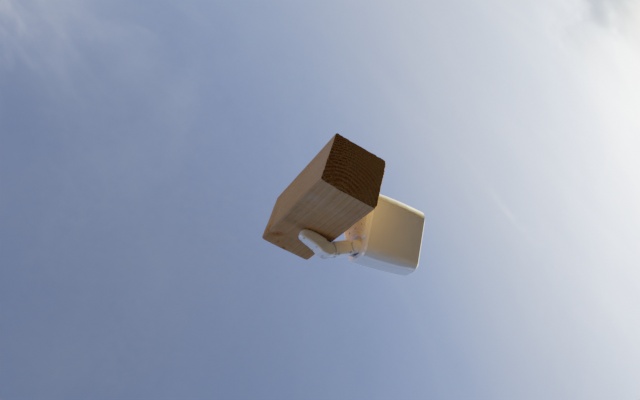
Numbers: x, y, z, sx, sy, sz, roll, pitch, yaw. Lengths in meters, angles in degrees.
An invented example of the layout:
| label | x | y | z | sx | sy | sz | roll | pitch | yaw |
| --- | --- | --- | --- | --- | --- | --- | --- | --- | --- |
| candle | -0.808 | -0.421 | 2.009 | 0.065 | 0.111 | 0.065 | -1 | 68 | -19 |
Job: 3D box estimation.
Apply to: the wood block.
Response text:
| label | x | y | z | sx | sy | sz | roll | pitch | yaw |
| --- | --- | --- | --- | --- | --- | --- | --- | --- | --- |
| wood block | 0.000 | 0.003 | 0.733 | 0.090 | 0.090 | 0.206 | 28 | -37 | -15 |
